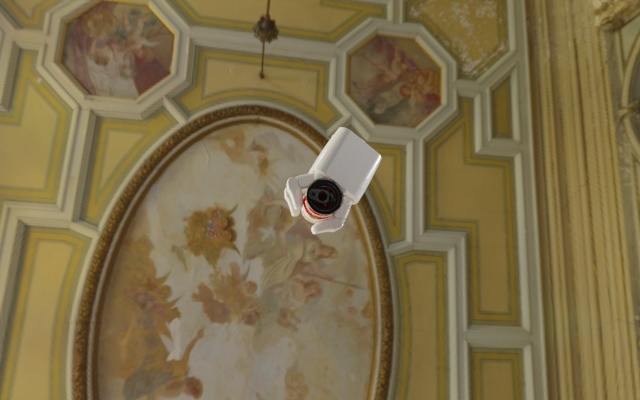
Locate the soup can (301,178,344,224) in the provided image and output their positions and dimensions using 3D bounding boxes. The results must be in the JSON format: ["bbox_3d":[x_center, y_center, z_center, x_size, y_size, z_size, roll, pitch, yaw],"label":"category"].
[{"bbox_3d":[0.000,0.003,0.893,0.068,0.068,0.102,0,-12,-9],"label":"soup can"}]
